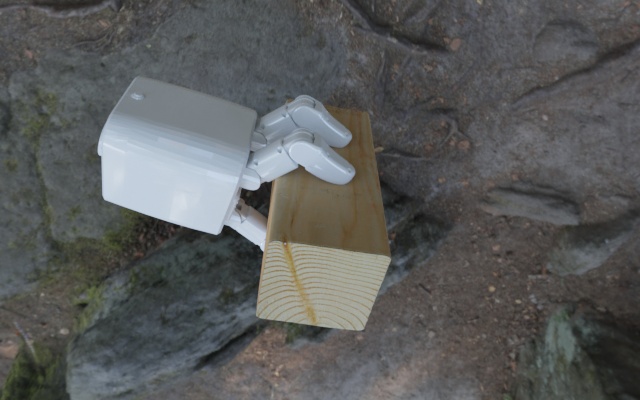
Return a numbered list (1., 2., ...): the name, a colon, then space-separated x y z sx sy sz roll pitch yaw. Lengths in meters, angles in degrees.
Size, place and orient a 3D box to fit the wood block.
1. wood block: 0.000 0.002 0.435 0.090 0.091 0.206 9 39 -7
